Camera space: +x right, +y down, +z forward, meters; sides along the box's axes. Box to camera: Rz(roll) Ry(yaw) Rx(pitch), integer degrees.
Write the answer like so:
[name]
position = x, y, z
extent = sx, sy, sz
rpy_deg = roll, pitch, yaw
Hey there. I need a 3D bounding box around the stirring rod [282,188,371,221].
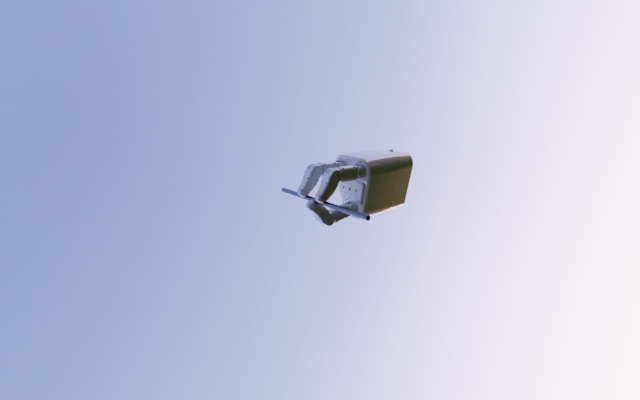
[stirring rod]
position = 0.000, 0.003, 0.769
extent = 0.011, 0.011, 0.239
rpy_deg = 0, 11, -35
